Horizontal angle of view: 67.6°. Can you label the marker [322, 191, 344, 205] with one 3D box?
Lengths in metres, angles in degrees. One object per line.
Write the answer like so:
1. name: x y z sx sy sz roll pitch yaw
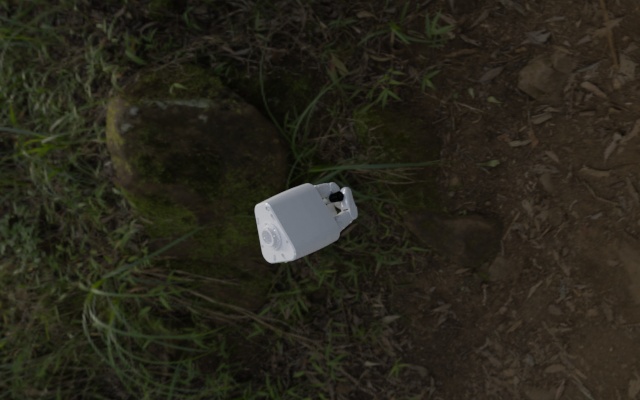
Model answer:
1. marker: 0.000 0.003 0.891 0.020 0.020 0.121 0 -11 -40
